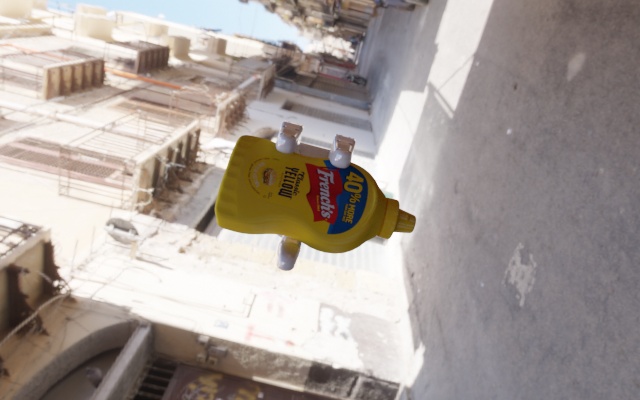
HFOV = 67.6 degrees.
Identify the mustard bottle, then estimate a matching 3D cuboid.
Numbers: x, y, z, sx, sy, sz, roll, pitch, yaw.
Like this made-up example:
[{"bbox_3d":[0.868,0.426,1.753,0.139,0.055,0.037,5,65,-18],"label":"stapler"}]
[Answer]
[{"bbox_3d":[0.000,0.001,0.474,0.191,0.096,0.058,14,-28,-2],"label":"mustard bottle"}]
